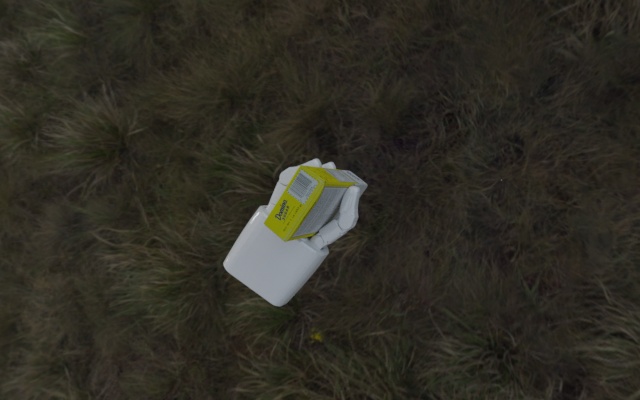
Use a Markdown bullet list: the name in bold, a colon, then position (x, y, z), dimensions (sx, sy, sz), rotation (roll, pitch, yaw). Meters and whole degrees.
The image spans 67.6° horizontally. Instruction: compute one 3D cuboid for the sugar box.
- **sugar box**: position (0.000, 0.002, 0.661), dimensions (0.048, 0.093, 0.176), rotation (38, 14, 15)
